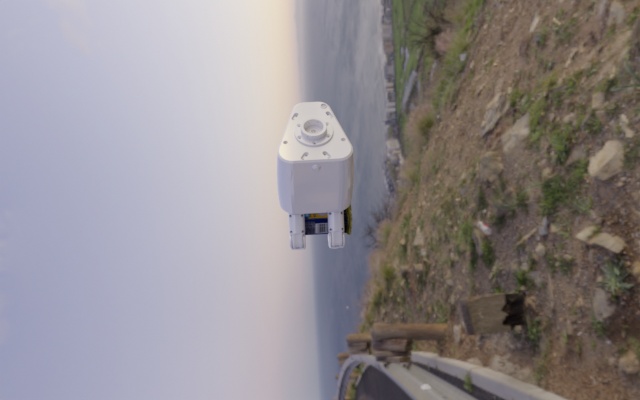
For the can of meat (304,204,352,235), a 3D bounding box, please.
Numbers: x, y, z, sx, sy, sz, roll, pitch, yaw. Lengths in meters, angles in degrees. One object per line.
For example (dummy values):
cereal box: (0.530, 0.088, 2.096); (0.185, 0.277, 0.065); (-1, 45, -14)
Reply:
can of meat: (0.000, 0.002, 0.712); (0.084, 0.102, 0.057); (-3, -31, -3)
